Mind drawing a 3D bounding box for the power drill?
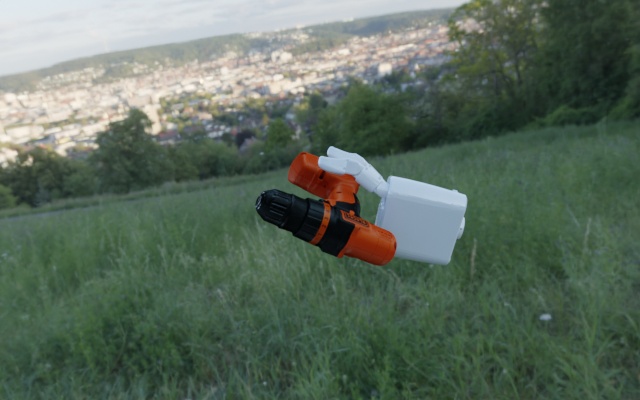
[{"bbox_3d":[0.000,0.002,0.634,0.184,0.057,0.187,24,23,-18],"label":"power drill"}]
